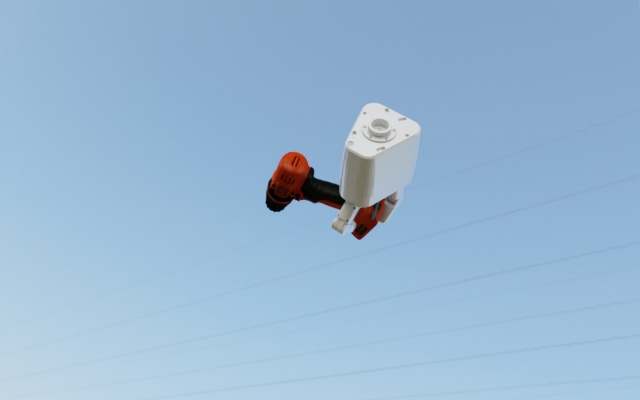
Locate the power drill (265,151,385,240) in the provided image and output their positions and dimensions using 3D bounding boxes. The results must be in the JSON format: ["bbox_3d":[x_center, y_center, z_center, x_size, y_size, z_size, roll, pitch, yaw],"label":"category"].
[{"bbox_3d":[0.001,0.003,0.804,0.187,0.057,0.184,22,-24,-6],"label":"power drill"}]
